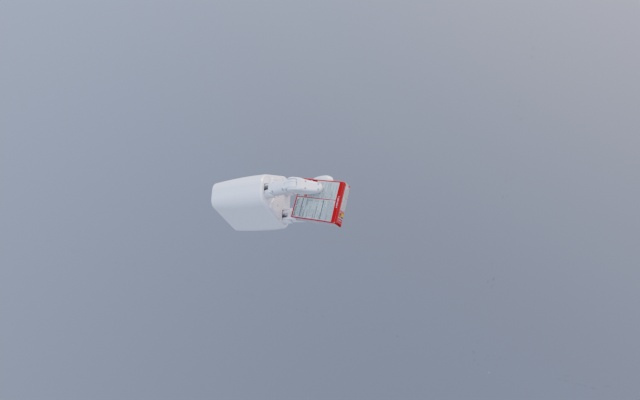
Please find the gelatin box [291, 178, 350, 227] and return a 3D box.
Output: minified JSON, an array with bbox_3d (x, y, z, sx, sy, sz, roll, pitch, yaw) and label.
[{"bbox_3d":[0.000,0.003,0.816,0.089,0.073,0.030,6,-15,30],"label":"gelatin box"}]
